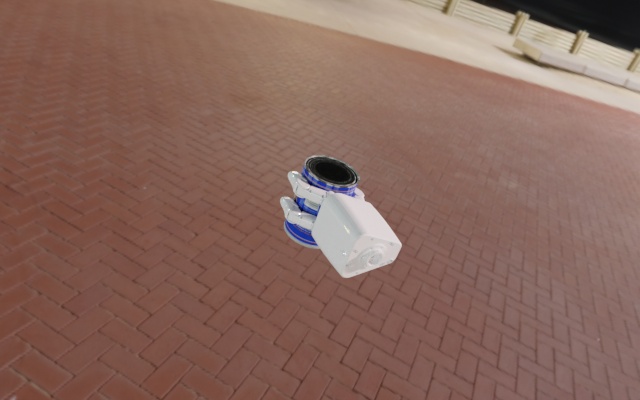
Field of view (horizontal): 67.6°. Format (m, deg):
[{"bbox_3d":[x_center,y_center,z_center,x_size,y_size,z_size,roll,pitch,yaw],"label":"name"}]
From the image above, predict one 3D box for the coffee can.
[{"bbox_3d":[0.000,0.003,0.875,0.103,0.140,0.102,15,31,-9],"label":"coffee can"}]
